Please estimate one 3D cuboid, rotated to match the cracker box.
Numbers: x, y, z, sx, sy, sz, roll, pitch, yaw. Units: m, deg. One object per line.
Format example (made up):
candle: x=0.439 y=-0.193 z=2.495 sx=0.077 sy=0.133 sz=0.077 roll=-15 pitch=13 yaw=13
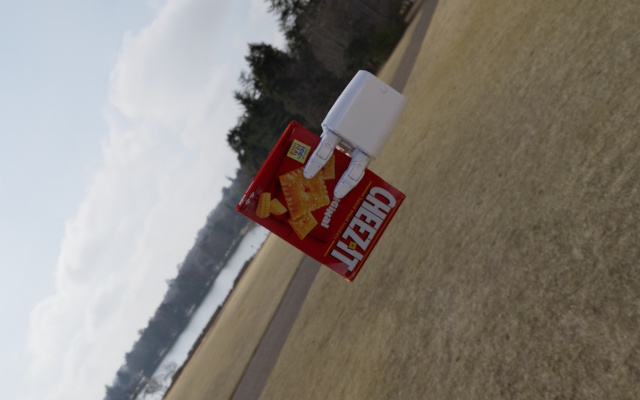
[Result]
cracker box: x=0.000 y=0.002 z=0.751 sx=0.214 sy=0.164 sz=0.072 roll=33 pitch=-3 yaw=-7
